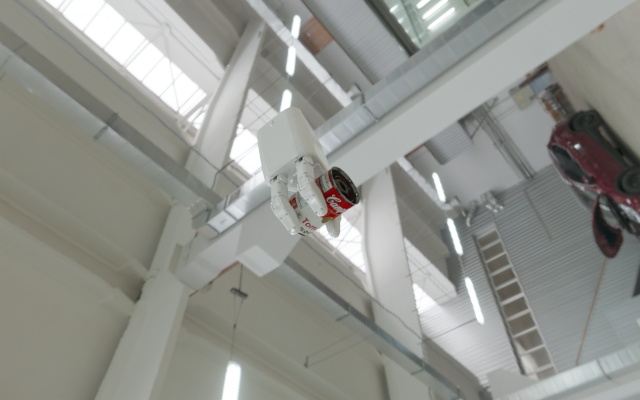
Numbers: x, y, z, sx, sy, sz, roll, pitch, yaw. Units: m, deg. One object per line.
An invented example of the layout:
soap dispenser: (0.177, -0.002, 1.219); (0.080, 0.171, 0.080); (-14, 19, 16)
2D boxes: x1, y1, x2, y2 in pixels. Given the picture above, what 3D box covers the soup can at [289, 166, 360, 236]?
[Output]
soup can: (0.000, 0.003, 0.741); (0.102, 0.068, 0.068); (-34, -16, 24)
